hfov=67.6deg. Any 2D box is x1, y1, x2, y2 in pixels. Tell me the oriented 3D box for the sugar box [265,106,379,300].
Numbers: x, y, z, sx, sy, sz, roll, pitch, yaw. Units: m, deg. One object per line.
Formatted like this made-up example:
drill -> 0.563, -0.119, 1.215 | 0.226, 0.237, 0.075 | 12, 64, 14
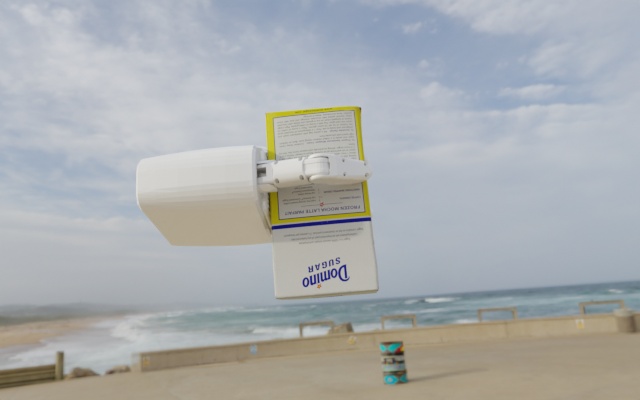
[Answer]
sugar box -> 0.000, 0.002, 0.450 | 0.093, 0.176, 0.048 | -4, -12, 2
